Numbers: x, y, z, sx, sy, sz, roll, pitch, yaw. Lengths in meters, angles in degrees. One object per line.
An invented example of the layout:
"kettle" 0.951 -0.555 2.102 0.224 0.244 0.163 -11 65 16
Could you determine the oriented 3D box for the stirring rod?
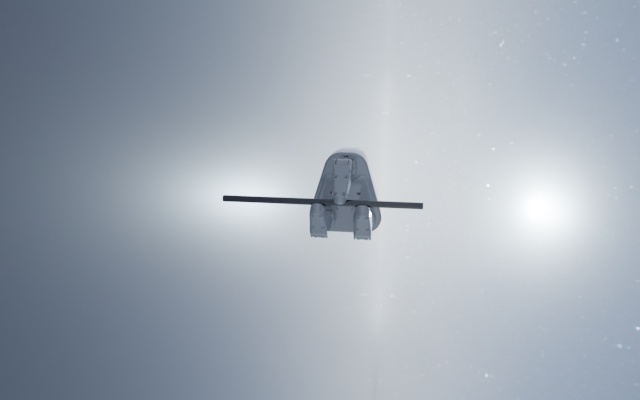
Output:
"stirring rod" 0.000 0.002 0.571 0.239 0.011 0.011 2 0 7
